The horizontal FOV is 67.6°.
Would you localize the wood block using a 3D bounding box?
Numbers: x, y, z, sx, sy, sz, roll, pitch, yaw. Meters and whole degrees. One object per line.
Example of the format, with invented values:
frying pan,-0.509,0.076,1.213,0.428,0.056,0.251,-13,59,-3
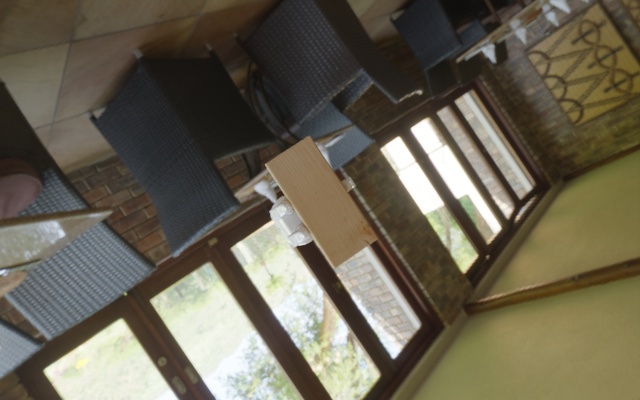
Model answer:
wood block,0.000,0.003,0.825,0.091,0.206,0.090,-34,0,-4
